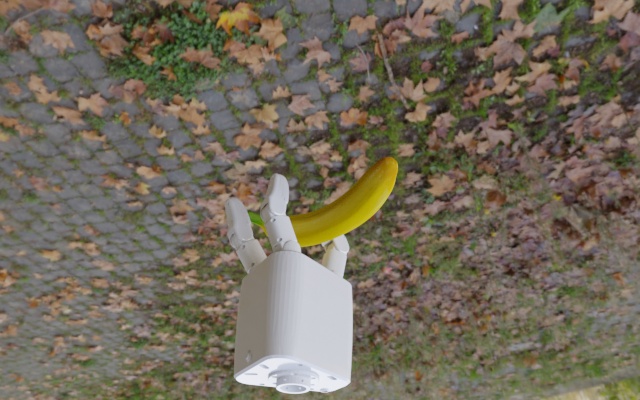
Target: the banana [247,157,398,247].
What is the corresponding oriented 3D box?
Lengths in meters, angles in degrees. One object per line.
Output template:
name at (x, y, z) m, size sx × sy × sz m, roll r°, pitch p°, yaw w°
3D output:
banana at (0.008, 0.013, 0.522) m, size 0.198 × 0.037 × 0.070 m, roll -22°, pitch -46°, yaw 29°
